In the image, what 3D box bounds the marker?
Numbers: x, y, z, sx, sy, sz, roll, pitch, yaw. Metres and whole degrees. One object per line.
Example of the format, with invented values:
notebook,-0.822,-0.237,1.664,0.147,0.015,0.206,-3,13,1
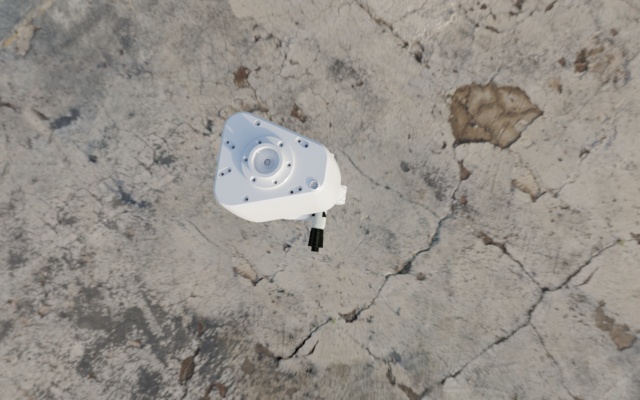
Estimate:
marker,0.000,0.002,0.579,0.020,0.121,0.020,7,-6,1
